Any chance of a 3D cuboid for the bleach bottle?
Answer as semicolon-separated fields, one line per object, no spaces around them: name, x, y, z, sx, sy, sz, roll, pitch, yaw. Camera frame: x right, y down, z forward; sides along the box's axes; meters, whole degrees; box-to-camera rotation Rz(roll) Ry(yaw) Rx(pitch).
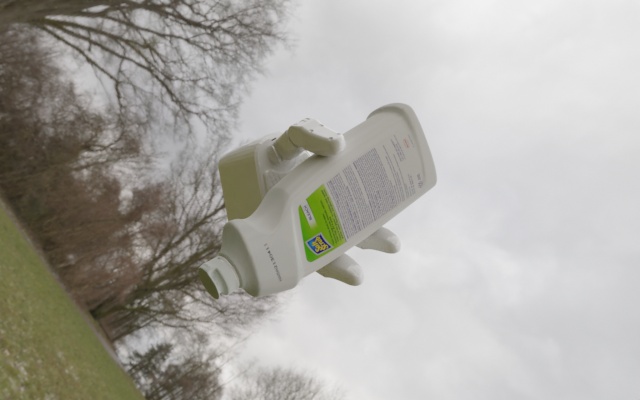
bleach bottle;0.000;0.001;0.434;0.250;0.102;0.068;-32;15;-32
